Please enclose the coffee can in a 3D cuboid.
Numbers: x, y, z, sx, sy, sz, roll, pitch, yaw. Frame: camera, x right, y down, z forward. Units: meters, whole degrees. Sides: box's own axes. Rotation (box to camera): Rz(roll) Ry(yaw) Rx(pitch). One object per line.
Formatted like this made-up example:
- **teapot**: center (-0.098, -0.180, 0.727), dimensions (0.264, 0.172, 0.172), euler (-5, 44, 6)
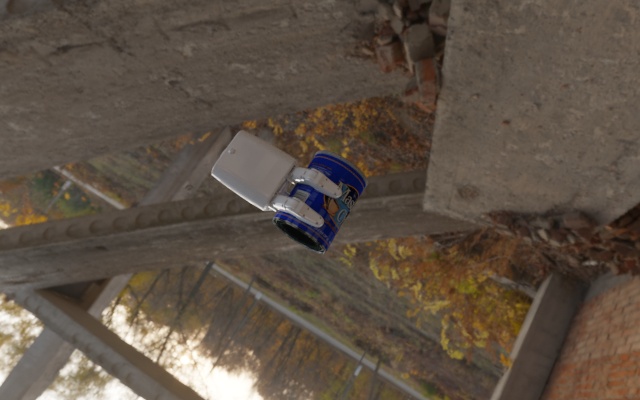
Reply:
- **coffee can**: center (0.000, 0.003, 0.793), dimensions (0.103, 0.140, 0.103), euler (30, -16, 10)
